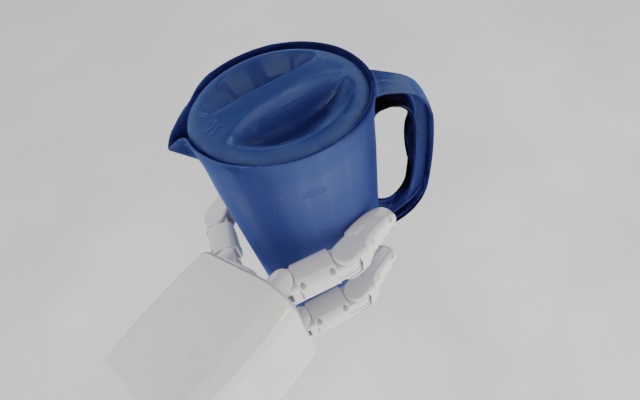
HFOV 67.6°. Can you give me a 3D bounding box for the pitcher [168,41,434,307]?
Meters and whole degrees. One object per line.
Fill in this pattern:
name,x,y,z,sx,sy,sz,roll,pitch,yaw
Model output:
pitcher,0.000,0.001,0.405,0.149,0.145,0.243,25,-30,30
